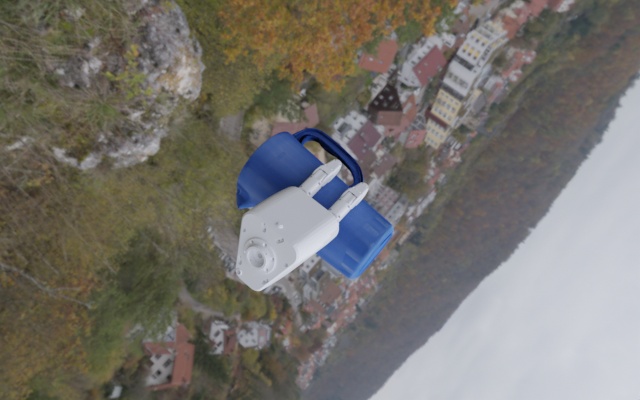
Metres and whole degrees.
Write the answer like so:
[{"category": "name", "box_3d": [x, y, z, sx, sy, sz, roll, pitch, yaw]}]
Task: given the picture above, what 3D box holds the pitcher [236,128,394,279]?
[{"category": "pitcher", "box_3d": [0.000, 0.003, 0.766, 0.243, 0.149, 0.145, 39, 30, 13]}]
